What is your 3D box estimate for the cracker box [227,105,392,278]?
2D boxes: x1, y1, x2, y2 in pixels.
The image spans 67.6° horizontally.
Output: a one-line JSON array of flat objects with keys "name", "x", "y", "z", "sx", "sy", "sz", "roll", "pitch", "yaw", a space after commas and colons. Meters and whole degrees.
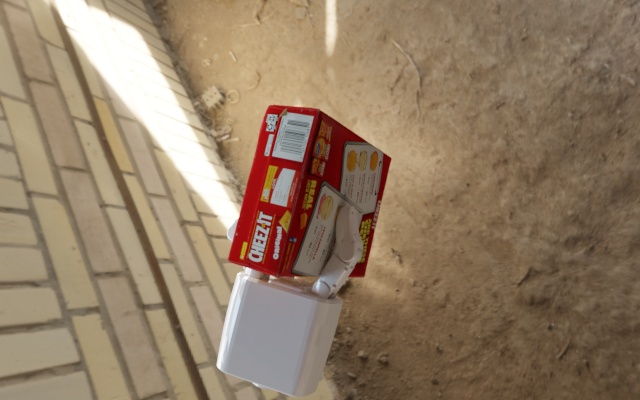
[{"name": "cracker box", "x": 0.000, "y": 0.002, "z": 0.547, "sx": 0.072, "sy": 0.164, "sz": 0.214, "roll": 13, "pitch": -2, "yaw": 28}]
